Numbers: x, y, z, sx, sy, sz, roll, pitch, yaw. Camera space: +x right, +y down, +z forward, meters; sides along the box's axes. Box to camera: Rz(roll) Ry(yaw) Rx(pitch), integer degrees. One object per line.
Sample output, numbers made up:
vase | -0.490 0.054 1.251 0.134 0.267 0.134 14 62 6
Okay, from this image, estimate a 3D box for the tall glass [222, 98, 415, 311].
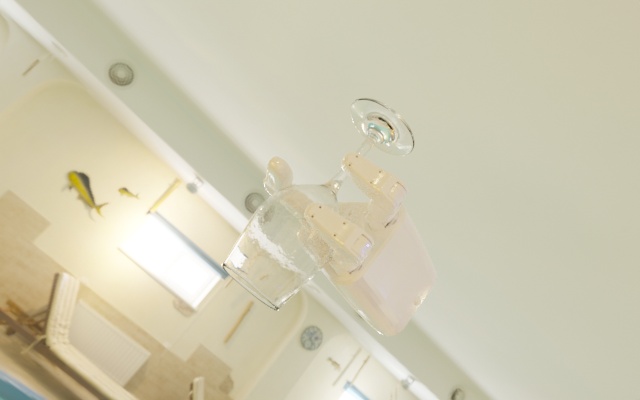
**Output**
tall glass | 0.000 0.001 0.434 0.079 0.201 0.079 35 -19 14
